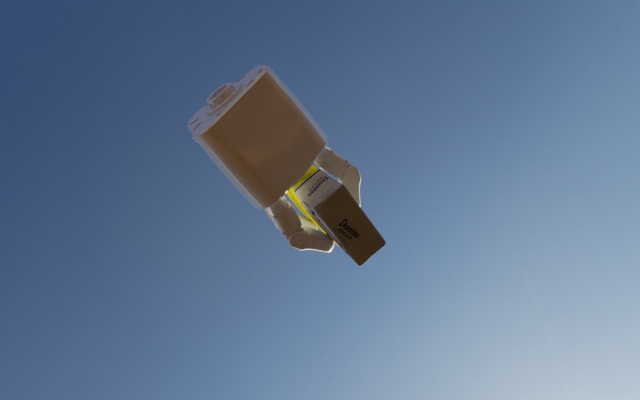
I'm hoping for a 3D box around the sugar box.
[{"bbox_3d":[0.000,0.002,0.567,0.048,0.093,0.176,-40,27,-3],"label":"sugar box"}]
